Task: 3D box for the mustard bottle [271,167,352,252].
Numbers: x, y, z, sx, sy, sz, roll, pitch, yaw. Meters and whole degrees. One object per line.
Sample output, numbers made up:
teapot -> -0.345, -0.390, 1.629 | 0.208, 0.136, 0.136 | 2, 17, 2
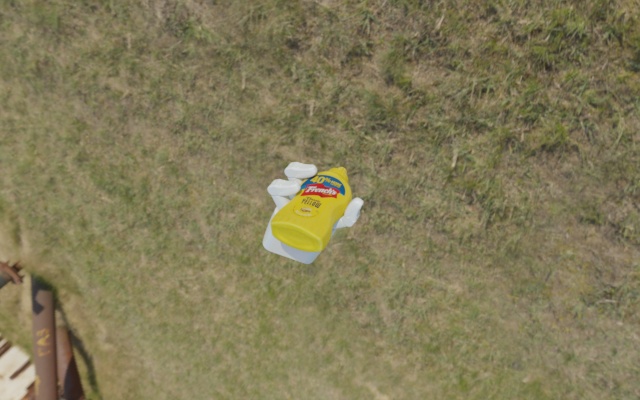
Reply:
mustard bottle -> 0.000, 0.003, 0.819 | 0.096, 0.058, 0.191 | 15, 44, 21
